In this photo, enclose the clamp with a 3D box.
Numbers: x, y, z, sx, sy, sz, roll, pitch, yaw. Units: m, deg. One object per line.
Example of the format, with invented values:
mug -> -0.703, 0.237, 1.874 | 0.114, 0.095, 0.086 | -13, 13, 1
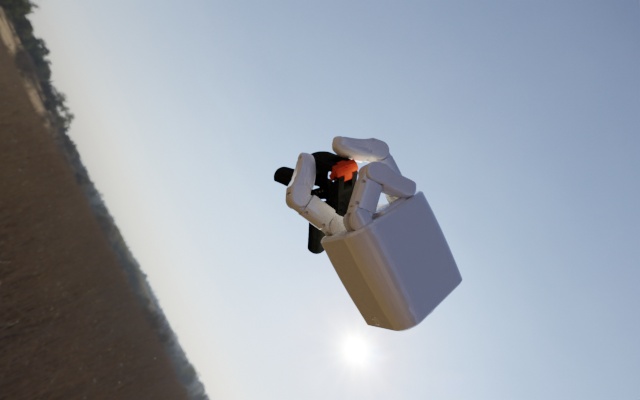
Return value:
clamp -> 0.001, 0.001, 0.551 | 0.039, 0.120, 0.171 | -30, 3, -23
